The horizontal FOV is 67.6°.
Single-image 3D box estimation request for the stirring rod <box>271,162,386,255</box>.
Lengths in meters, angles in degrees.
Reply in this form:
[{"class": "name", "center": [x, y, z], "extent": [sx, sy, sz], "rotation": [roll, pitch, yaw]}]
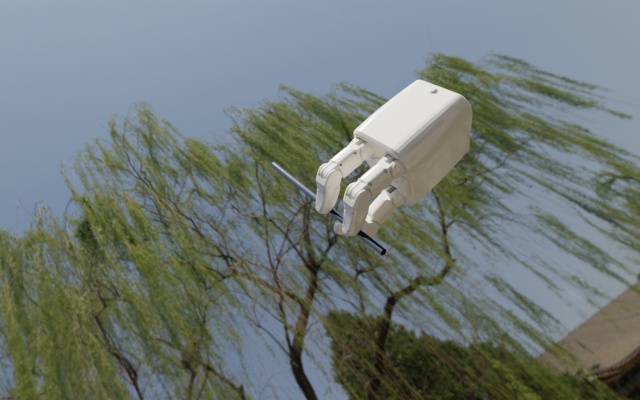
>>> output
[{"class": "stirring rod", "center": [0.000, 0.002, 0.589], "extent": [0.011, 0.011, 0.239], "rotation": [0, 26, -38]}]
